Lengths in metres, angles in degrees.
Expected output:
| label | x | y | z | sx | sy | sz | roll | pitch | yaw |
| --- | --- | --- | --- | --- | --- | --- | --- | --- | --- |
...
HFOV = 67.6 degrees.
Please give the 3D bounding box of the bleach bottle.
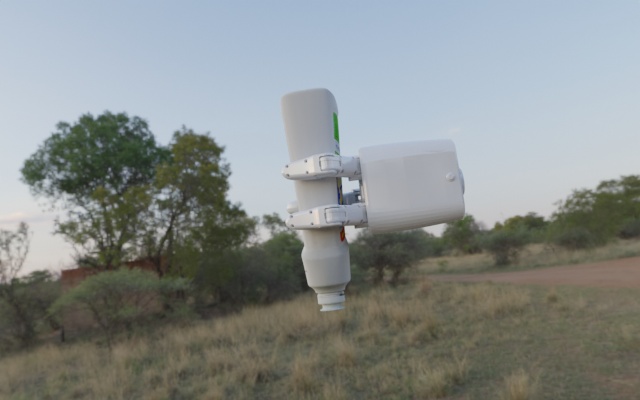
| label | x | y | z | sx | sy | sz | roll | pitch | yaw |
| --- | --- | --- | --- | --- | --- | --- | --- | --- | --- |
| bleach bottle | 0.000 | 0.002 | 0.569 | 0.068 | 0.251 | 0.102 | -7 | -7 | 5 |
